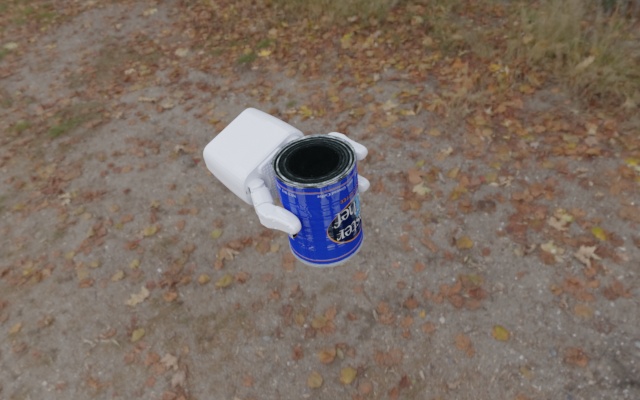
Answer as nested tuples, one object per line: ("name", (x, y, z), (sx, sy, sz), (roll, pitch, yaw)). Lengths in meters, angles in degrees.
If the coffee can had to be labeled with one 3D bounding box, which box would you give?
("coffee can", (0.000, 0.002, 0.610), (0.103, 0.140, 0.102), (-5, 42, 5))
